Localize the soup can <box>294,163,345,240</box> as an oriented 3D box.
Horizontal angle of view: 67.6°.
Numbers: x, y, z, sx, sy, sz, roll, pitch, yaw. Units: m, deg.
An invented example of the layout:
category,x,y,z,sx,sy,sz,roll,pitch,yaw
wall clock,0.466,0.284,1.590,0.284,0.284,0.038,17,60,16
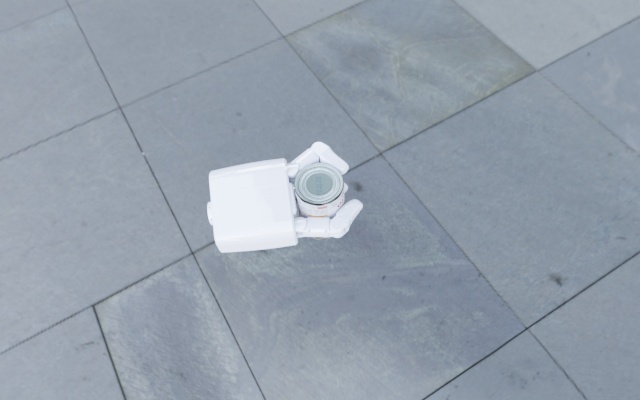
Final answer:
category,x,y,z,sx,sy,sz,roll,pitch,yaw
soup can,0.001,0.002,0.666,0.068,0.068,0.102,0,-31,3
